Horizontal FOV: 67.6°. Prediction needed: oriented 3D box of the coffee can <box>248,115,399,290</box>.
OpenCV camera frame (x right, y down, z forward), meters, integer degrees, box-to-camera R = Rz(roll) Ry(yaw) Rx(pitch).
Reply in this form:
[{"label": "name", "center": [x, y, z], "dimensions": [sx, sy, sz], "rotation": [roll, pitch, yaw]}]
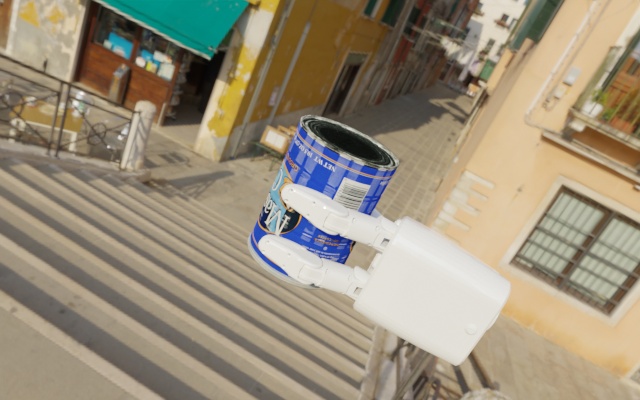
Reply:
[{"label": "coffee can", "center": [0.000, 0.002, 0.474], "dimensions": [0.103, 0.140, 0.102], "rotation": [22, 22, -9]}]
